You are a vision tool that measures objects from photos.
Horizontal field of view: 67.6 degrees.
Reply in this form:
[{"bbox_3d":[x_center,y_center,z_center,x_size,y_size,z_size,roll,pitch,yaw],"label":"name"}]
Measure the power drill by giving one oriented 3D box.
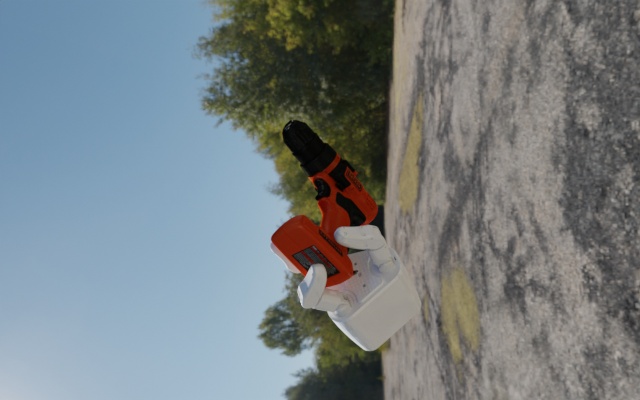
[{"bbox_3d":[0.000,0.002,0.610,0.057,0.184,0.187,-30,24,33],"label":"power drill"}]
